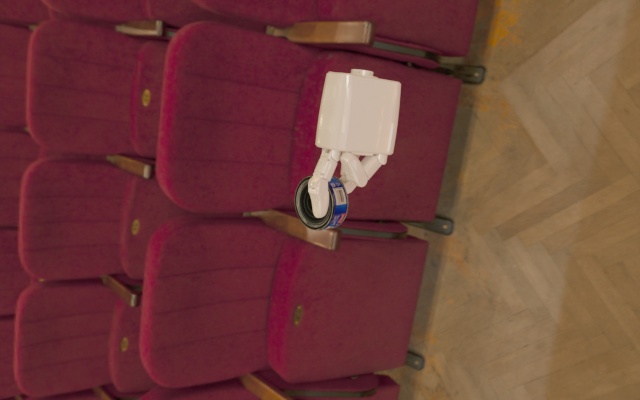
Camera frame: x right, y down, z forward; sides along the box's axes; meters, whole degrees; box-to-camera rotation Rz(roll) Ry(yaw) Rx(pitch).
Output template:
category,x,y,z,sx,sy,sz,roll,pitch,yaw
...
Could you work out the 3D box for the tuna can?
category,x,y,z,sx,sy,sz,roll,pitch,yaw
tuna can,0.000,0.003,0.727,0.086,0.086,0.034,0,6,44
